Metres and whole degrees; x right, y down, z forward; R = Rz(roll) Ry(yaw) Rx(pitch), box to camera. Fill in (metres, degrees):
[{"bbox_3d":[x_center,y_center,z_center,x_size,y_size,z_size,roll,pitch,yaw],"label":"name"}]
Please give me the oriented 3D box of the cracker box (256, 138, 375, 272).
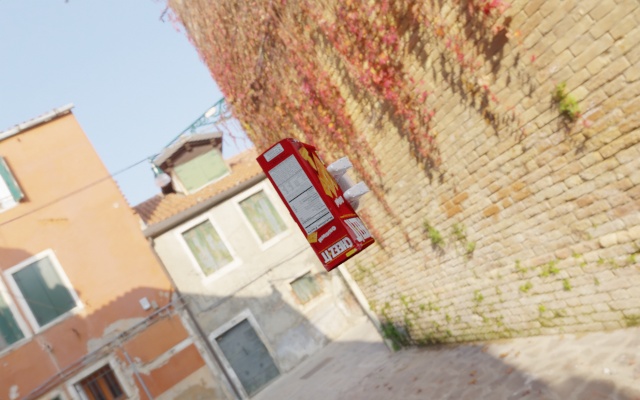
[{"bbox_3d":[0.000,0.003,0.805,0.072,0.213,0.164,-35,-8,12],"label":"cracker box"}]
